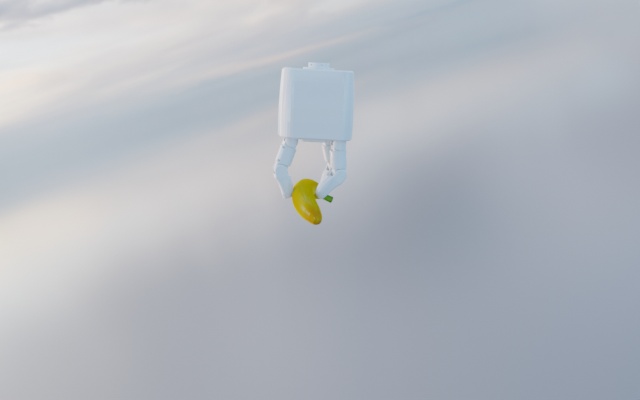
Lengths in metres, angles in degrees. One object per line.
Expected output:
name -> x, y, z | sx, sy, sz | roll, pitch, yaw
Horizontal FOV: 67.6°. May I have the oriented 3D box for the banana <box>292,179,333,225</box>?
banana -> -0.016, -0.006, 0.796 | 0.069, 0.037, 0.197 | 24, 14, 2
